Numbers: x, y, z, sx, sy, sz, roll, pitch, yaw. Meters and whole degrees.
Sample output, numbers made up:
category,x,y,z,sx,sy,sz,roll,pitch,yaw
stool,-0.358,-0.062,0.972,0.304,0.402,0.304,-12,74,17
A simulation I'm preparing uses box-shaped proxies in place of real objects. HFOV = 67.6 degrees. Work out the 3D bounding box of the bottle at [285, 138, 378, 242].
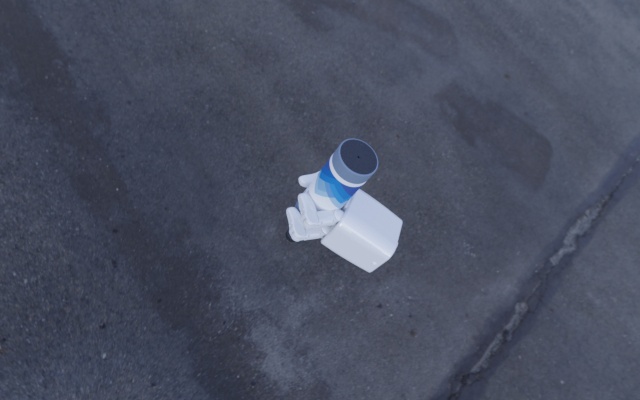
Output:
category,x,y,z,sx,sy,sz,roll,pitch,yaw
bottle,0.000,0.003,0.828,0.069,0.069,0.296,0,-27,-26
